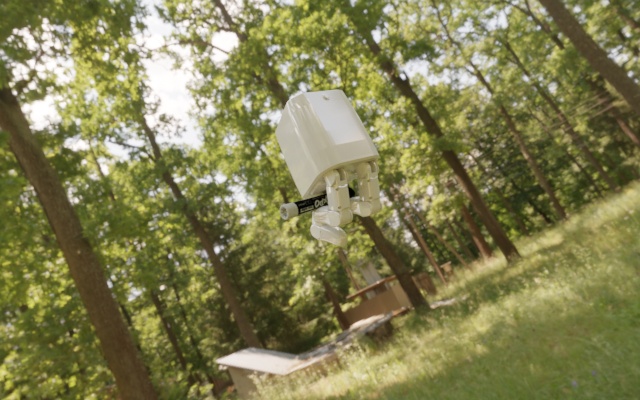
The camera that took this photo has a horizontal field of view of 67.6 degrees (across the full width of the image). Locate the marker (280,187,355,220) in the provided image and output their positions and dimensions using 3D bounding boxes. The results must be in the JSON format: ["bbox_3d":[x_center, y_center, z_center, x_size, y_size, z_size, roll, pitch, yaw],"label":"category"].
[{"bbox_3d":[0.000,0.002,0.620,0.121,0.020,0.020,-16,10,-40],"label":"marker"}]
